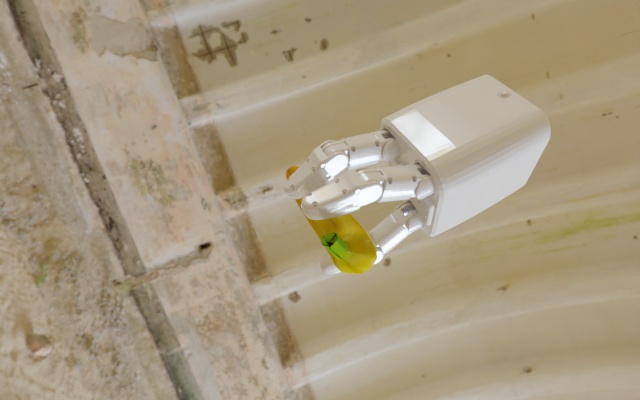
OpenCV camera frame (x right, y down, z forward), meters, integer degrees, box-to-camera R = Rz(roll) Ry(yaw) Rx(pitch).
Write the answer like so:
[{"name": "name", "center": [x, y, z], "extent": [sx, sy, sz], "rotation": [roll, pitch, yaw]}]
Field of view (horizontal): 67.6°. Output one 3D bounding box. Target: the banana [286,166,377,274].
[{"name": "banana", "center": [0.010, 0.017, 0.422], "extent": [0.037, 0.070, 0.197], "rotation": [-32, 21, -3]}]
